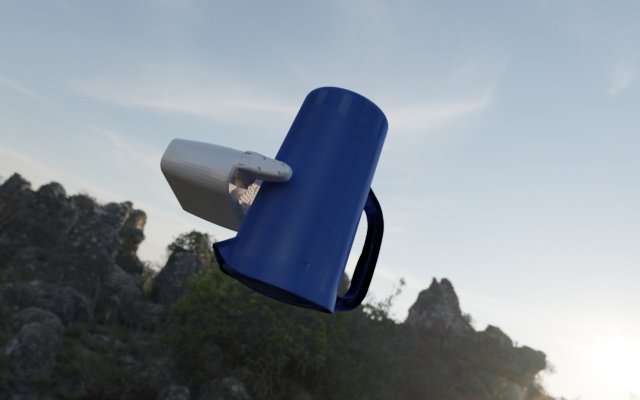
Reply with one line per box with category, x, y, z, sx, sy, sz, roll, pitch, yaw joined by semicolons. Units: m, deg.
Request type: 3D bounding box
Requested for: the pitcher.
pitcher;0.000;0.002;0.551;0.145;0.242;0.149;15;-17;22
